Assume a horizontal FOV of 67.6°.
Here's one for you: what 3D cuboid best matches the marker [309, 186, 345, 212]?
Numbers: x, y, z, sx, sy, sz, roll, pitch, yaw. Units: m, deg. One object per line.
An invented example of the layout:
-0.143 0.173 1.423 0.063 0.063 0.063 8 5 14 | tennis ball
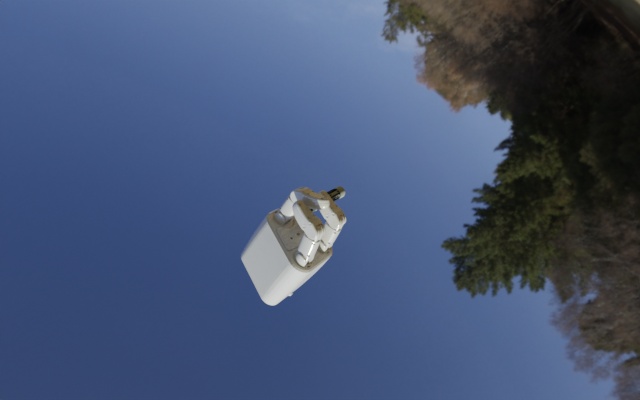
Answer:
0.000 0.002 0.735 0.020 0.020 0.121 0 16 34 | marker
